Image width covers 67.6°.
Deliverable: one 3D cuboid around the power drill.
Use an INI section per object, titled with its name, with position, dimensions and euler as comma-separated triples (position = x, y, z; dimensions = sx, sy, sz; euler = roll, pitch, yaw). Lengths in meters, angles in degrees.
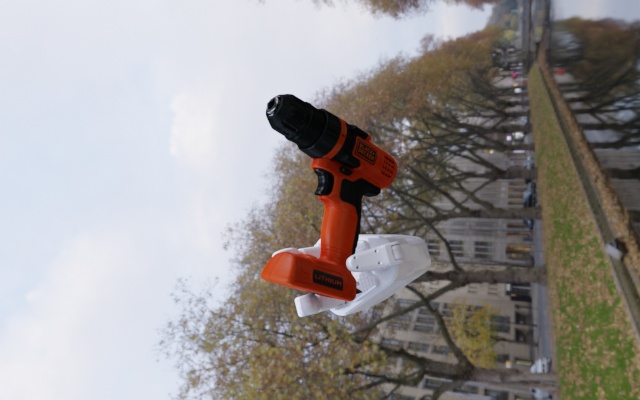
[power drill]
position = 0.000, 0.002, 0.503
dimensions = 0.184, 0.187, 0.057
euler = 25, -15, -37
